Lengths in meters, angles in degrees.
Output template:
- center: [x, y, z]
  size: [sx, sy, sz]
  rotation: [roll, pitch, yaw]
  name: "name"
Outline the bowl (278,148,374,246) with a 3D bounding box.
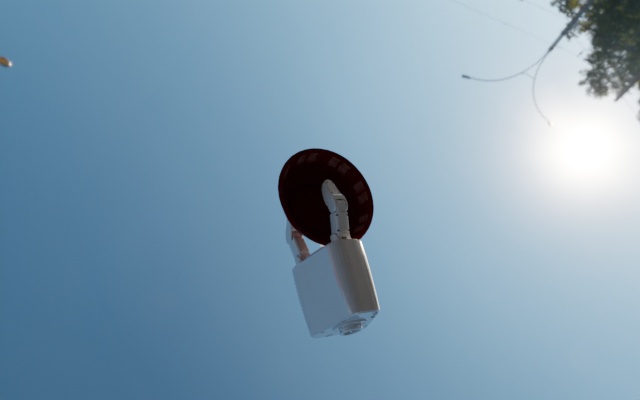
- center: [0.000, 0.001, 0.737]
  size: [0.162, 0.162, 0.055]
  rotation: [0, -22, -29]
  name: "bowl"
